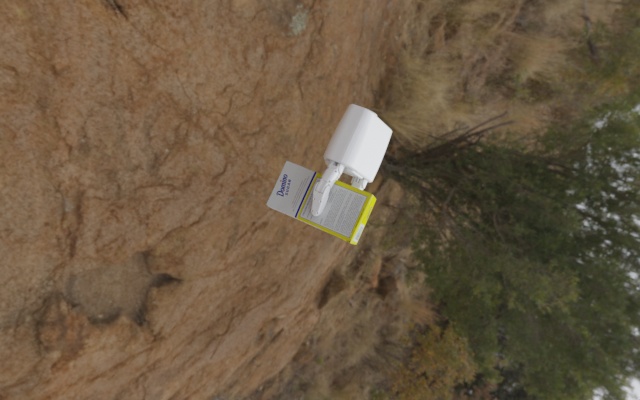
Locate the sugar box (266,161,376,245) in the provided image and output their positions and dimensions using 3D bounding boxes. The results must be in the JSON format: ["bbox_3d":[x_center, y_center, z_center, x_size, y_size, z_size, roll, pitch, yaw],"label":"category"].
[{"bbox_3d":[0.000,0.003,0.859,0.176,0.093,0.048,23,-5,22],"label":"sugar box"}]
